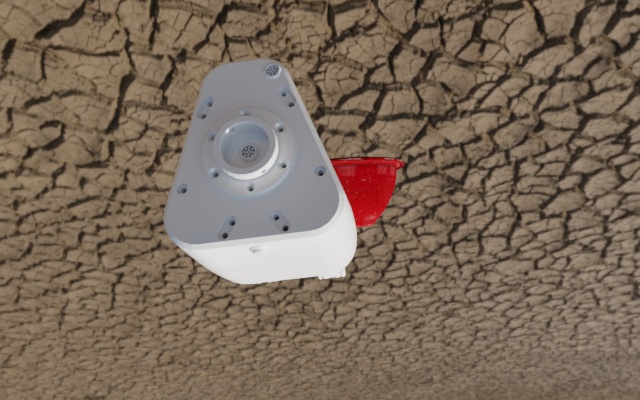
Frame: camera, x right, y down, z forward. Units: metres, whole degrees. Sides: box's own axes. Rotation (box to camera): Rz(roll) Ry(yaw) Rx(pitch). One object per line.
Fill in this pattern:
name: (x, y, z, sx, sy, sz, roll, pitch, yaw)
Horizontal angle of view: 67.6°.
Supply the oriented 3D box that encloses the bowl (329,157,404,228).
bowl: (0.001, 0.002, 0.446, 0.162, 0.055, 0.162, -7, -4, 0)
